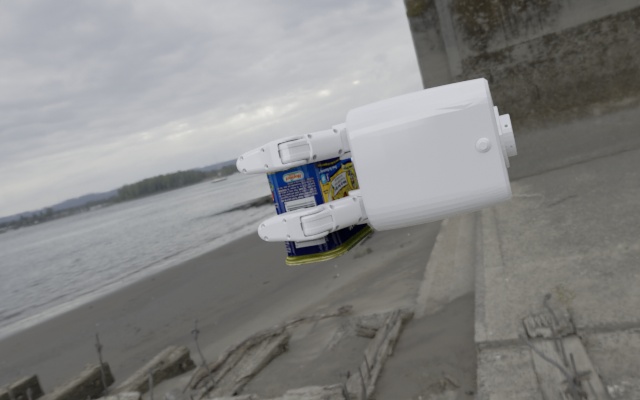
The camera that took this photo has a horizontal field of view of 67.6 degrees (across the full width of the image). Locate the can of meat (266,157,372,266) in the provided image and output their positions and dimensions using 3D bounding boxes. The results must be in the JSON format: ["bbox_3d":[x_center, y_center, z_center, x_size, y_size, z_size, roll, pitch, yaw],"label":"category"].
[{"bbox_3d":[0.000,0.001,0.427,0.057,0.084,0.102,-11,6,25],"label":"can of meat"}]
